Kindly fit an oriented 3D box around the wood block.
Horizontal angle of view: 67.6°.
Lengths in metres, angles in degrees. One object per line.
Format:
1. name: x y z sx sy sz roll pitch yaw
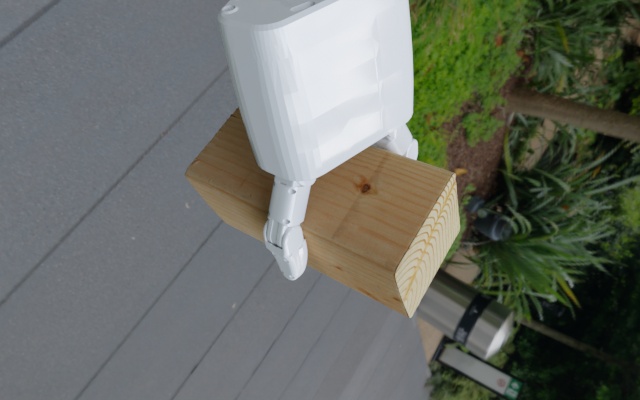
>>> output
1. wood block: 0.000 0.001 0.404 0.206 0.090 0.090 23 -22 30
